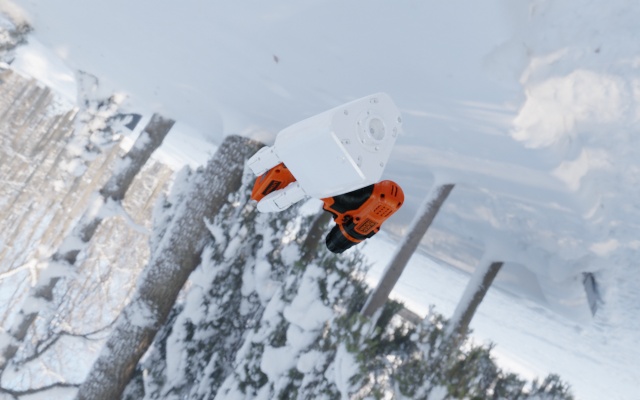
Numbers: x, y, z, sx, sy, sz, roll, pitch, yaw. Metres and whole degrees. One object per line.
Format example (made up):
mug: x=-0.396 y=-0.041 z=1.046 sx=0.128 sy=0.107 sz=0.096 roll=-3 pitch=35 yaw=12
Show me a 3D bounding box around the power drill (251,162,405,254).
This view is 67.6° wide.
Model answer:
power drill: x=0.000 y=0.002 z=0.690 sx=0.188 sy=0.057 sz=0.184 roll=24 pitch=-40 yaw=-16
